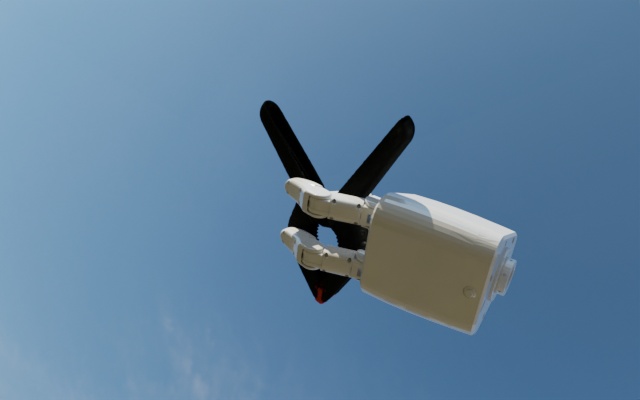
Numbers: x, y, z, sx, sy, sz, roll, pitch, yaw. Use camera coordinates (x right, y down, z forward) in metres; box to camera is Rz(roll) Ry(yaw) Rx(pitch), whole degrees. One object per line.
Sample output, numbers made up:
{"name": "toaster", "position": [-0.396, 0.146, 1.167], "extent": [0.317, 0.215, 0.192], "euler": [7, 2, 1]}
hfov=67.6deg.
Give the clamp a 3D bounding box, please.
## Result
{"name": "clamp", "position": [0.001, 0.002, 0.481], "extent": [0.164, 0.210, 0.036], "euler": [21, 26, 29]}
